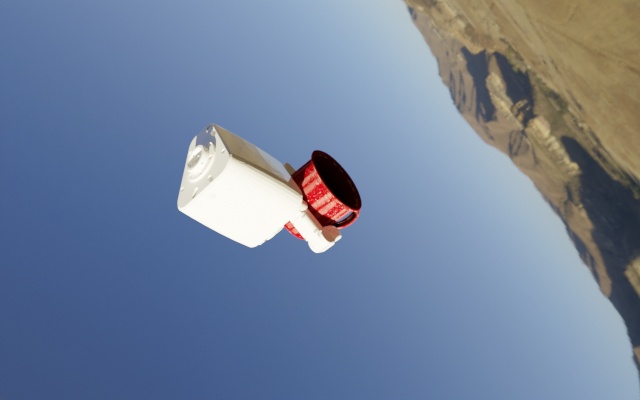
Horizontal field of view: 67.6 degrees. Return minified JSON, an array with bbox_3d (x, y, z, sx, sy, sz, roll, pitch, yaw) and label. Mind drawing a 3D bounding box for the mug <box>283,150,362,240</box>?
[{"bbox_3d":[0.001,0.003,0.617,0.081,0.093,0.117,-37,-49,23],"label":"mug"}]
